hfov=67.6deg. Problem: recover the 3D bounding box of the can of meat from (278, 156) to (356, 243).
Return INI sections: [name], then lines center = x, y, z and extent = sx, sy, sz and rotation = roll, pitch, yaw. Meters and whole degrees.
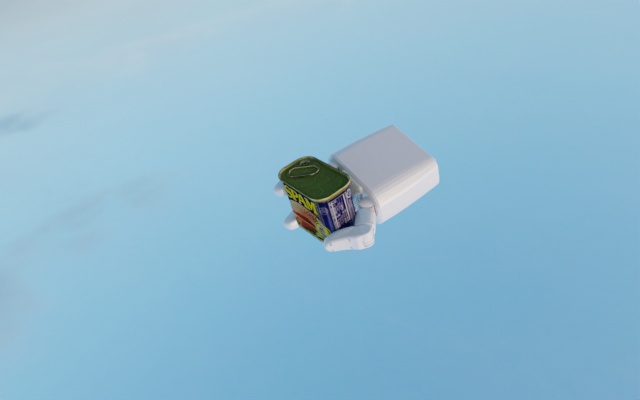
[can of meat]
center = 0.000, 0.002, 0.609
extent = 0.057, 0.084, 0.102
rotation = -34, 40, -22
